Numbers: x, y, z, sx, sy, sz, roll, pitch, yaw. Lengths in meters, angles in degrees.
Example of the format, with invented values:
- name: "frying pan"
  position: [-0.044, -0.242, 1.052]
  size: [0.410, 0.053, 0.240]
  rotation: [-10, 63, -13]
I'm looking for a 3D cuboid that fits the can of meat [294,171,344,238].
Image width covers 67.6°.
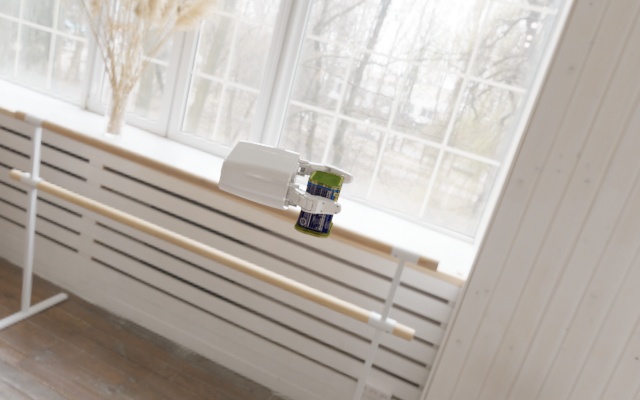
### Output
- name: "can of meat"
  position: [0.000, 0.002, 0.760]
  size: [0.057, 0.084, 0.102]
  rotation: [16, 15, 3]
